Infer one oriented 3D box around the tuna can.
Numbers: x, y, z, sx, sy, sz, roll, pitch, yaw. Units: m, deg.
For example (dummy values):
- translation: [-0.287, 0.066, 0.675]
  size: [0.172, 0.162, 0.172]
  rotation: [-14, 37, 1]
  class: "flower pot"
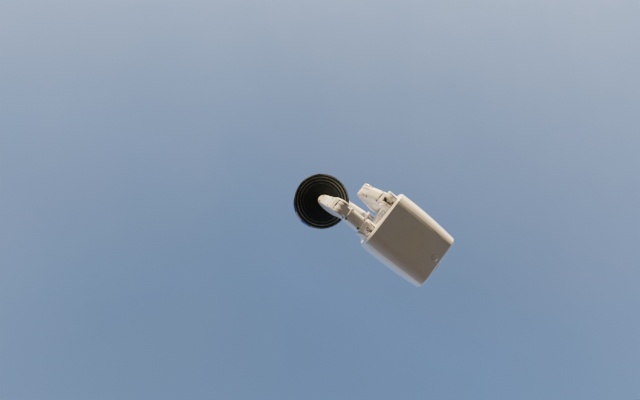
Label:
- translation: [0.000, 0.002, 0.753]
  size: [0.086, 0.086, 0.034]
  rotation: [0, -5, -7]
  class: "tuna can"
